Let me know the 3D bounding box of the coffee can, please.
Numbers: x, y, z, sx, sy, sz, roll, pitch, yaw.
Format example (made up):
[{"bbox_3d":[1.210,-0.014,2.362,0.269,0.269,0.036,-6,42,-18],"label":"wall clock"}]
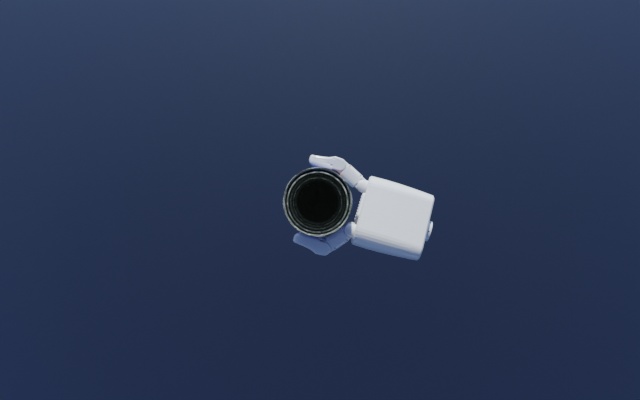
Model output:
[{"bbox_3d":[0.000,0.002,0.767,0.103,0.103,0.140,0,0,4],"label":"coffee can"}]
